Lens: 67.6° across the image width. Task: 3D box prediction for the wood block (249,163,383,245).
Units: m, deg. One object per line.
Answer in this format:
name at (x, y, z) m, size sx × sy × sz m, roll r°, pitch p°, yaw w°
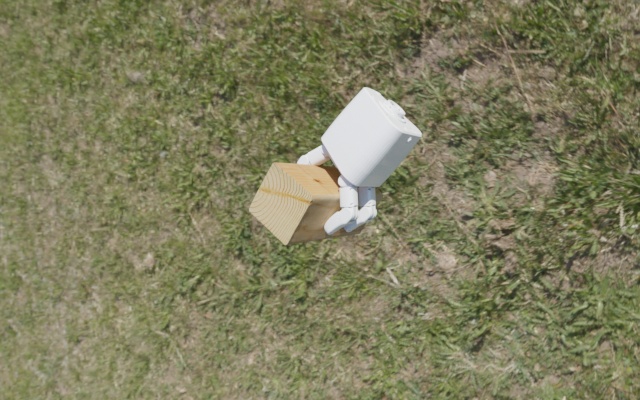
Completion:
wood block at (0.000, 0.002, 0.767) m, size 0.090 × 0.090 × 0.206 m, roll 41°, pitch 23°, yaw 28°
